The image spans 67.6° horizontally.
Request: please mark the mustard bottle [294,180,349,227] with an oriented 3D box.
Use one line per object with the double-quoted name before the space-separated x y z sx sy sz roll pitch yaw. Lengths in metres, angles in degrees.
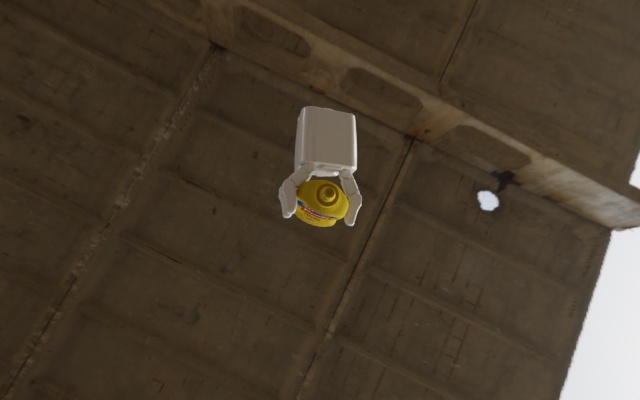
"mustard bottle" 0.000 0.003 0.861 0.096 0.058 0.192 27 -13 -4
